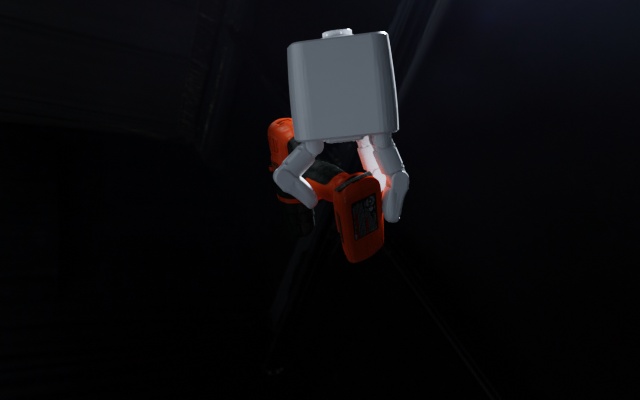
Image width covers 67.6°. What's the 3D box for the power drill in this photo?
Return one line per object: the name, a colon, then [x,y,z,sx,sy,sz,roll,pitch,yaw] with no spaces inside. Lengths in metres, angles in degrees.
power drill: [0.000,0.002,0.612,0.057,0.185,0.187,-28,38,-25]
